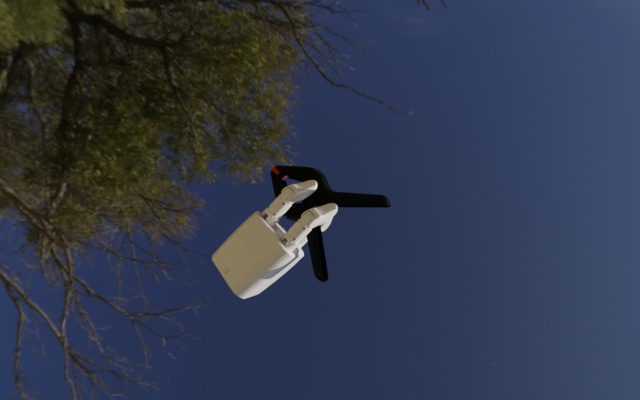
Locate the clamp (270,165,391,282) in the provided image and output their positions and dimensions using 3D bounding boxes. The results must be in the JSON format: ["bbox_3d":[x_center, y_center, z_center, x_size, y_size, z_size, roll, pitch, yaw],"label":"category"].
[{"bbox_3d":[0.000,0.003,0.773,0.210,0.164,0.036,49,6,26],"label":"clamp"}]
